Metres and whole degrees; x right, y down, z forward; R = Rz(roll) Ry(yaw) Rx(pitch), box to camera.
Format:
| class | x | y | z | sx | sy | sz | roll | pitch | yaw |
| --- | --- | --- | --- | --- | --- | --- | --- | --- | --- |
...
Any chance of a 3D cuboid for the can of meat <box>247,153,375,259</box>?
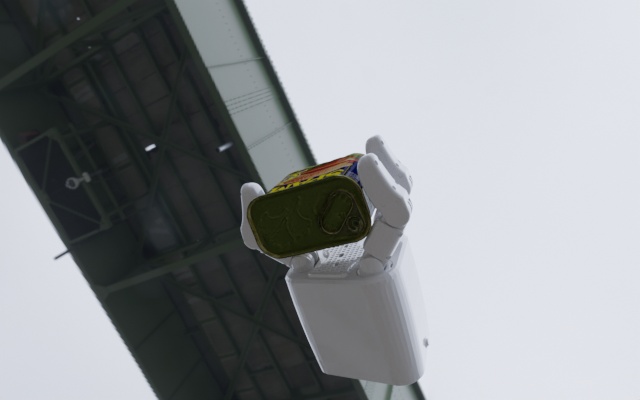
| class | x | y | z | sx | sy | sz | roll | pitch | yaw |
| --- | --- | --- | --- | --- | --- | --- | --- | --- | --- |
| can of meat | 0.000 | 0.001 | 0.418 | 0.102 | 0.057 | 0.084 | -15 | 15 | 21 |
